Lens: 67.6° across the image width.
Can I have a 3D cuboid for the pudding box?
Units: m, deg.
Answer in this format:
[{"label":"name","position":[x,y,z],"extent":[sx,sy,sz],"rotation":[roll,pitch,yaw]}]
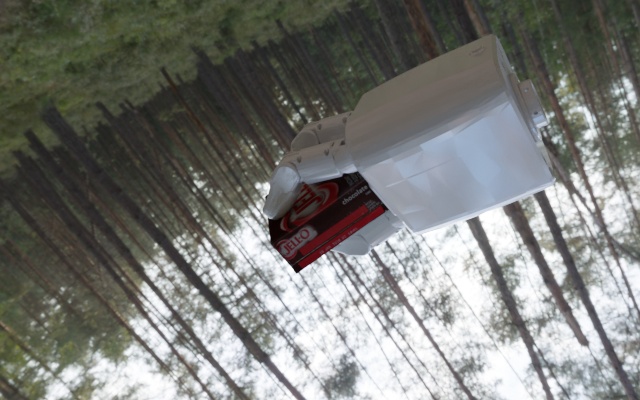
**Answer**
[{"label":"pudding box","position":[0.000,0.001,0.403],"extent":[0.090,0.039,0.113],"rotation":[-34,19,4]}]
